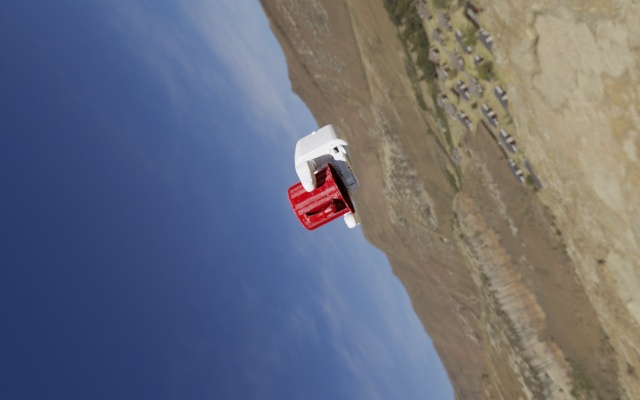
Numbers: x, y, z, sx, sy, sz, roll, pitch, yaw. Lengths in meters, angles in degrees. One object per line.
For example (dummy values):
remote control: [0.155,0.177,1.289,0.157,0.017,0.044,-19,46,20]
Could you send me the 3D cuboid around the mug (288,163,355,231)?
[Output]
mug: [0.000,0.003,0.770,0.081,0.093,0.117,-27,24,10]
